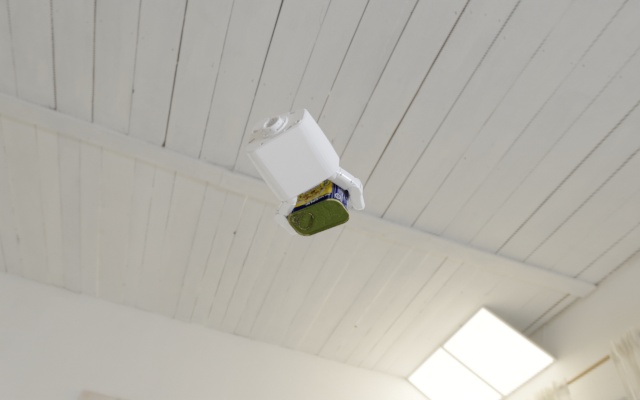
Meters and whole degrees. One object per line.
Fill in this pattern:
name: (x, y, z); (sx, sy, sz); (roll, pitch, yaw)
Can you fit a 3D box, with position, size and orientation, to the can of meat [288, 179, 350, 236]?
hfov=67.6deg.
can of meat: (0.000, 0.002, 0.814); (0.102, 0.083, 0.057); (-22, -54, 24)
